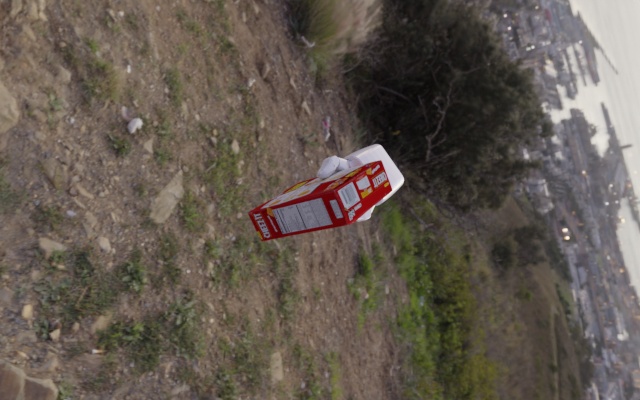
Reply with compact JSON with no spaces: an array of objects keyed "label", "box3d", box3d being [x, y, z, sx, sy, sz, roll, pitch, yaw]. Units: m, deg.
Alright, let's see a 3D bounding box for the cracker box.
[{"label":"cracker box","box3d":[0.000,0.003,0.879,0.214,0.072,0.164,-14,13,40]}]
